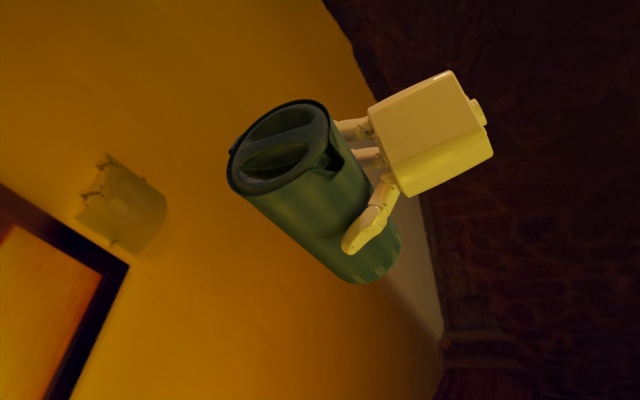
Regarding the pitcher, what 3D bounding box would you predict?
[{"bbox_3d":[0.000,0.002,0.593,0.145,0.149,0.243,-27,-46,14],"label":"pitcher"}]
